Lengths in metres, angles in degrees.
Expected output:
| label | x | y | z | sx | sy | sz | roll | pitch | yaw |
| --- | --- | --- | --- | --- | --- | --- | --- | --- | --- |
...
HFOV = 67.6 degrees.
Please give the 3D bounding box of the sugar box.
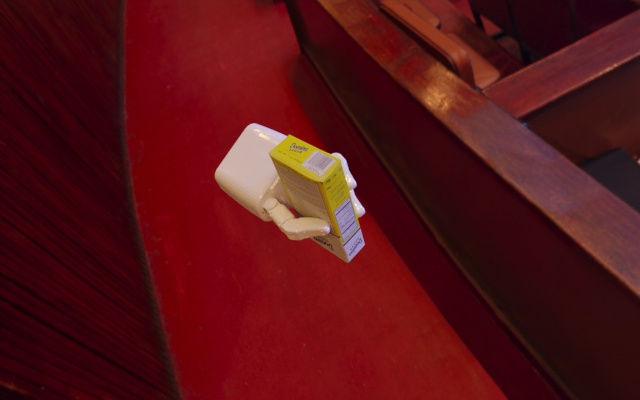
| label | x | y | z | sx | sy | sz | roll | pitch | yaw |
| --- | --- | --- | --- | --- | --- | --- | --- | --- | --- |
| sugar box | 0.000 | 0.002 | 0.637 | 0.093 | 0.048 | 0.176 | 31 | -23 | 34 |
